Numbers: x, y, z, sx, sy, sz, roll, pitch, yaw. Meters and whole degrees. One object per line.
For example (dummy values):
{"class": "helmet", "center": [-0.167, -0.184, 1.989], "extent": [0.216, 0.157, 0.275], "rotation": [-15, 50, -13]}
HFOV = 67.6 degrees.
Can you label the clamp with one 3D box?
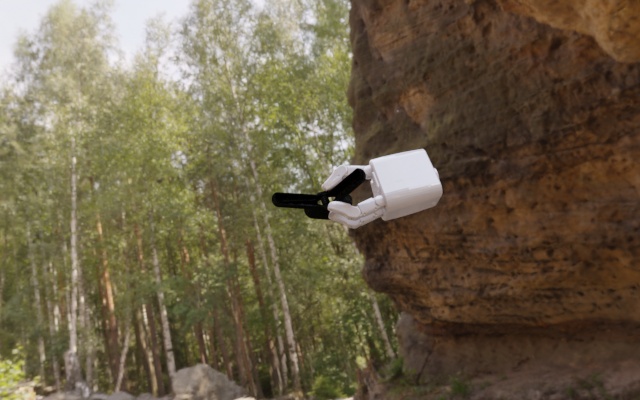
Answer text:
{"class": "clamp", "center": [0.000, 0.002, 0.889], "extent": [0.164, 0.036, 0.210], "rotation": [-13, -17, -2]}
